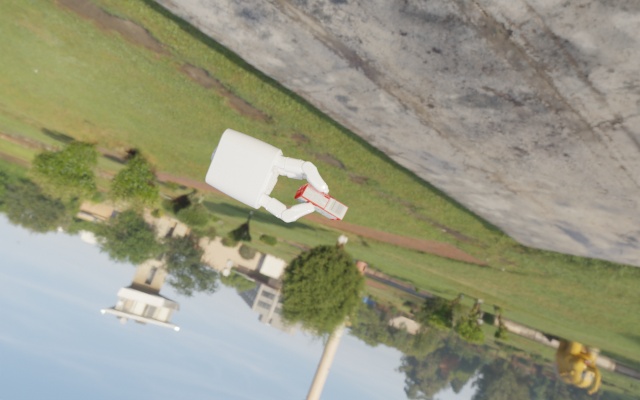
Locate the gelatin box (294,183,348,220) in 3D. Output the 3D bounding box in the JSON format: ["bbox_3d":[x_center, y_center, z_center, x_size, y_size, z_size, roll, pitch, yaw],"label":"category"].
[{"bbox_3d":[0.000,0.003,0.875,0.089,0.030,0.073,31,-8,-8],"label":"gelatin box"}]
